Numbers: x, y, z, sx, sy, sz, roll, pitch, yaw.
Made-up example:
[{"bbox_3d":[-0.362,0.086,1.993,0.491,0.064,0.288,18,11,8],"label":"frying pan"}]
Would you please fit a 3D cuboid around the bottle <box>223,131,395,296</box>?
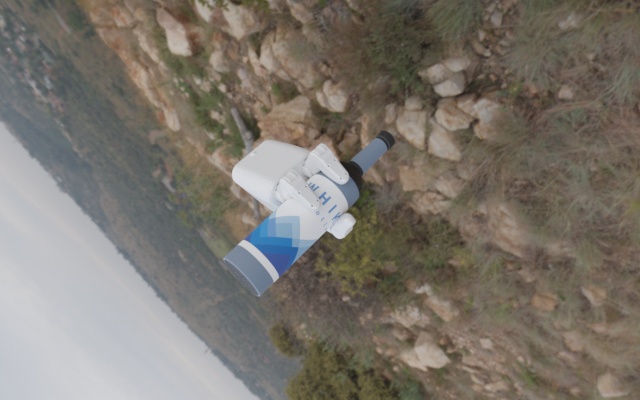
[{"bbox_3d":[0.000,0.002,0.651,0.295,0.069,0.069,-44,19,-21],"label":"bottle"}]
